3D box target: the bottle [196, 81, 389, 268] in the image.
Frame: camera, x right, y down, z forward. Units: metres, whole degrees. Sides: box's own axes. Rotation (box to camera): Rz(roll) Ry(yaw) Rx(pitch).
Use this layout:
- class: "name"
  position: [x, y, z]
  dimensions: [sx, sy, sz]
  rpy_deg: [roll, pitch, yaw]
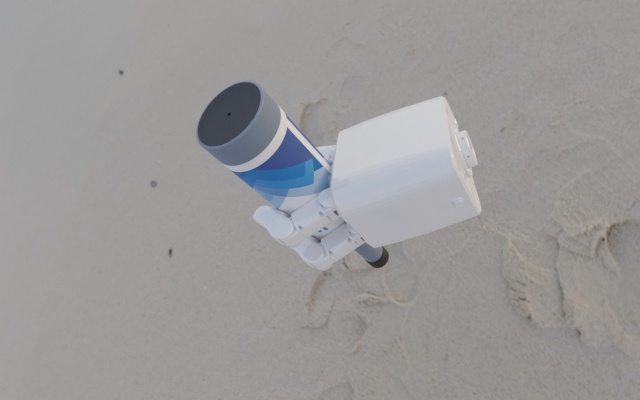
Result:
- class: "bottle"
  position: [0.000, 0.001, 0.481]
  dimensions: [0.069, 0.069, 0.296]
  rpy_deg: [0, -28, 34]
